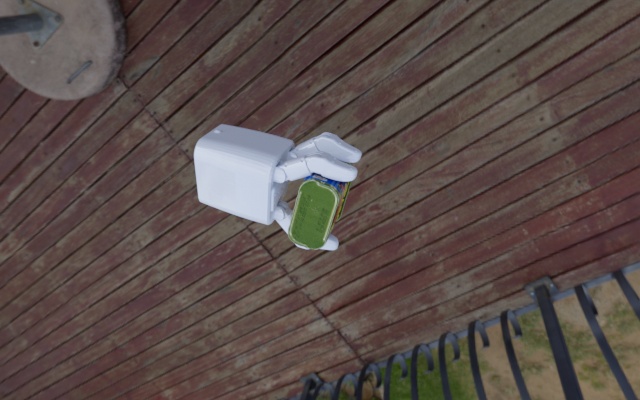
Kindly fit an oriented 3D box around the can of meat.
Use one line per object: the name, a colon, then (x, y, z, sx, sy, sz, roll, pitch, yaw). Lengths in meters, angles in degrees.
can of meat: (0.000, 0.002, 0.620, 0.057, 0.102, 0.084, 19, 29, 6)
